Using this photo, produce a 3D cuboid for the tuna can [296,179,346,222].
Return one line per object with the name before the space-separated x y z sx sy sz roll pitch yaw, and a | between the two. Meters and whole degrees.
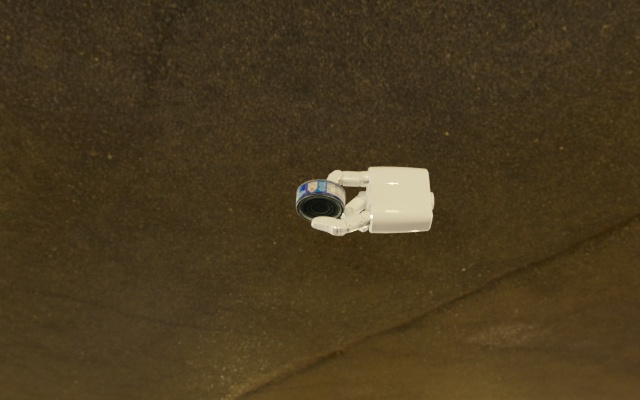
tuna can | 0.000 0.003 0.824 0.086 0.033 0.086 3 -38 2
